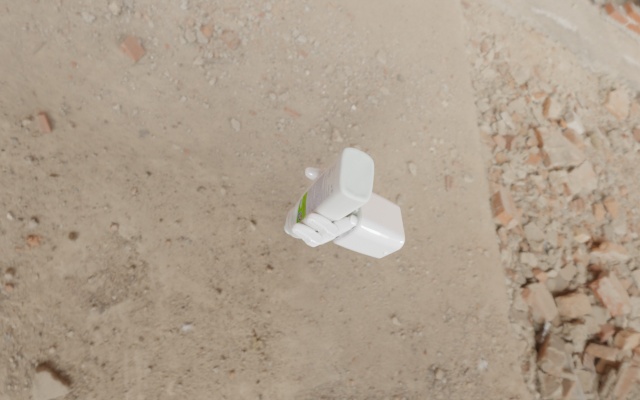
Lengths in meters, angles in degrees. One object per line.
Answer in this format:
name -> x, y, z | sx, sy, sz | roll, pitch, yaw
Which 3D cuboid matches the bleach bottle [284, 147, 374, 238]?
bleach bottle -> 0.000, 0.003, 0.886 | 0.068, 0.102, 0.251 | 21, -31, -22
